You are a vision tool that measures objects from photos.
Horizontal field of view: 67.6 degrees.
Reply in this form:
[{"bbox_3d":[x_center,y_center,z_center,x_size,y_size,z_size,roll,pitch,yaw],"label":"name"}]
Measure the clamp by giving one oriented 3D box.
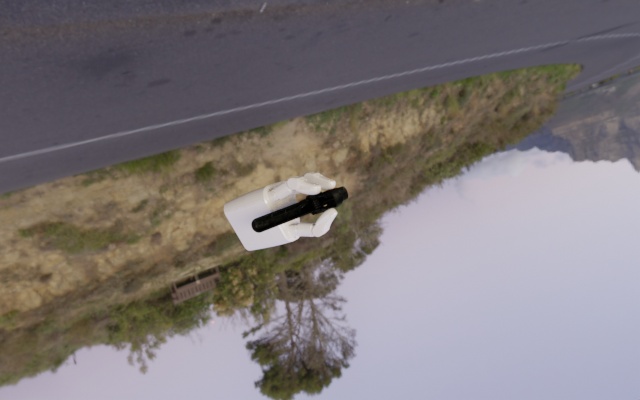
[{"bbox_3d":[0.000,0.003,0.826,0.164,0.036,0.210,-18,3,31],"label":"clamp"}]
